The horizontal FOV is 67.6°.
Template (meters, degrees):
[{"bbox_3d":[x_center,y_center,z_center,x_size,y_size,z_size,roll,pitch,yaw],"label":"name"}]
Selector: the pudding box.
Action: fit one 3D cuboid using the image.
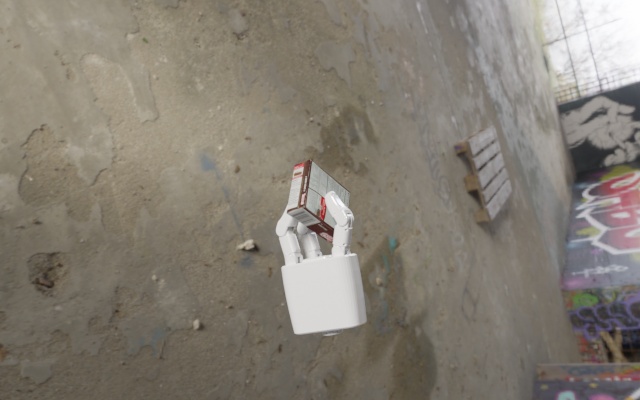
[{"bbox_3d":[0.000,0.002,0.756,0.039,0.090,0.113,-16,-38,33],"label":"pudding box"}]
